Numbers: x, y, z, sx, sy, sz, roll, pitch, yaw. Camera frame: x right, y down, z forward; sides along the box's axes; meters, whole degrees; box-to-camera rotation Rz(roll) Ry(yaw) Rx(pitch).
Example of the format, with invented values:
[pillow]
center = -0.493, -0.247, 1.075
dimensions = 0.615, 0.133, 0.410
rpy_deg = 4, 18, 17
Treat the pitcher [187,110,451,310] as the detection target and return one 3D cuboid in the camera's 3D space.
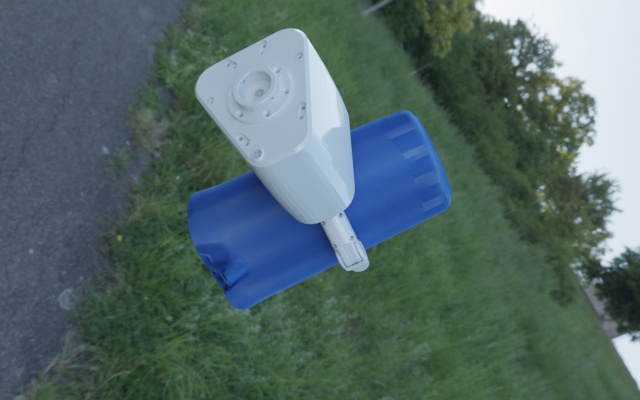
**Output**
[pitcher]
center = 0.000, 0.002, 0.497
dimensions = 0.243, 0.149, 0.145
rpy_deg = -24, -28, 8
